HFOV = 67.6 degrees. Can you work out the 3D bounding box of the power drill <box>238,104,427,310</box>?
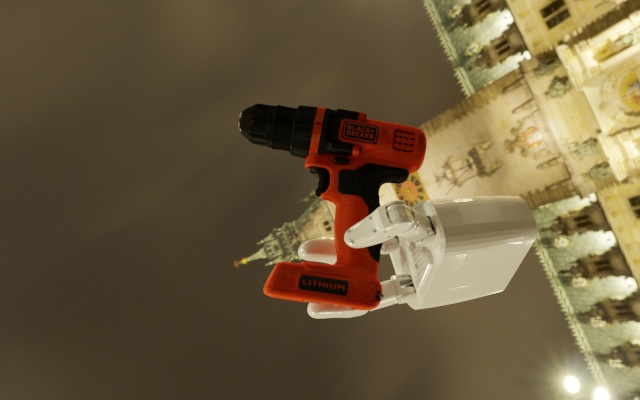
[{"bbox_3d":[0.000,0.002,0.450,0.184,0.187,0.057,9,-13,3],"label":"power drill"}]
